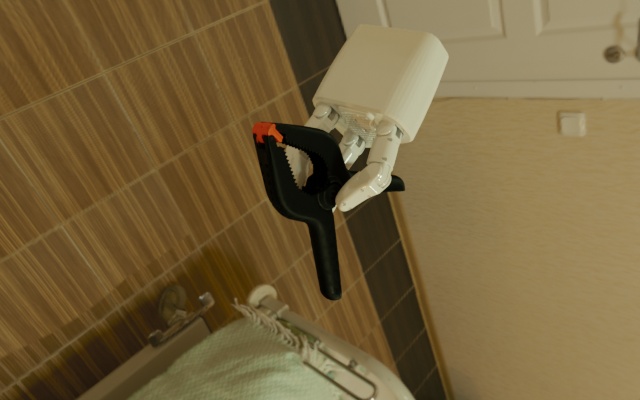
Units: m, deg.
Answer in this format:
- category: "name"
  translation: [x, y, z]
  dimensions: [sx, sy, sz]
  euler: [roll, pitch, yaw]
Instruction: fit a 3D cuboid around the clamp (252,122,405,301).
- category: "clamp"
  translation: [0.000, 0.001, 0.489]
  dimensions: [0.036, 0.164, 0.210]
  euler: [14, -18, 46]
